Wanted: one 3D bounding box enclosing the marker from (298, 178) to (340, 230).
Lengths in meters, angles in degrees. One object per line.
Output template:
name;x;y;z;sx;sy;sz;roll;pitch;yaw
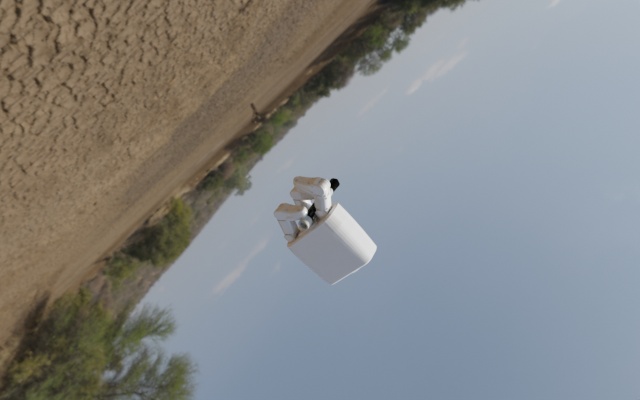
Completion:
marker;0.000;0.003;0.795;0.020;0.020;0.121;0;38;36
